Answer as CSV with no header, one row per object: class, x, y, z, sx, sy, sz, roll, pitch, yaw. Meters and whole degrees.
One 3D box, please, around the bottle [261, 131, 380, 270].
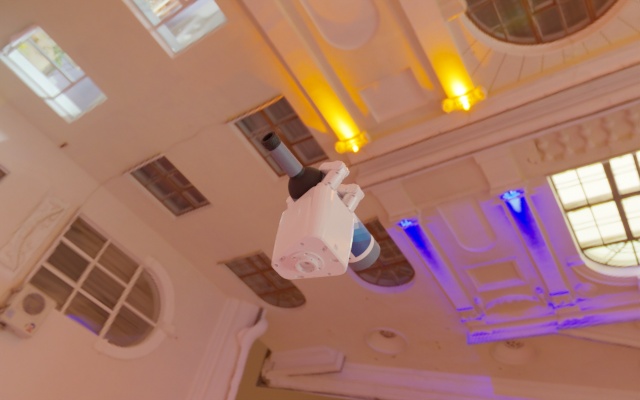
bottle,0.000,0.003,0.796,0.069,0.069,0.296,0,-42,47
